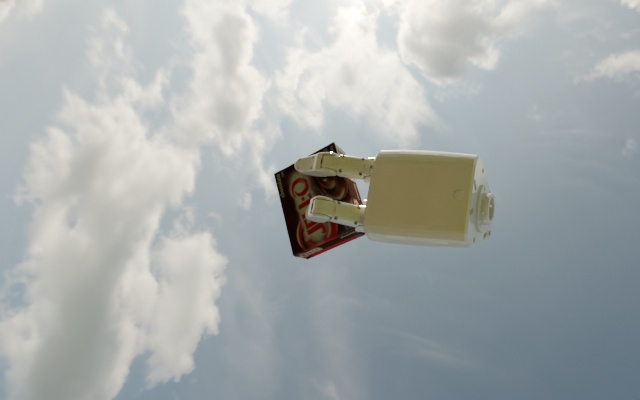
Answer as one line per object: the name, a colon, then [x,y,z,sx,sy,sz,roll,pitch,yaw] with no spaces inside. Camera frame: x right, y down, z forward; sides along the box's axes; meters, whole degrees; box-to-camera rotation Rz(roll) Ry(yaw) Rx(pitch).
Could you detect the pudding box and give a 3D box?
pudding box: [0.000,0.002,0.564,0.090,0.113,0.039,-26,-27,22]
